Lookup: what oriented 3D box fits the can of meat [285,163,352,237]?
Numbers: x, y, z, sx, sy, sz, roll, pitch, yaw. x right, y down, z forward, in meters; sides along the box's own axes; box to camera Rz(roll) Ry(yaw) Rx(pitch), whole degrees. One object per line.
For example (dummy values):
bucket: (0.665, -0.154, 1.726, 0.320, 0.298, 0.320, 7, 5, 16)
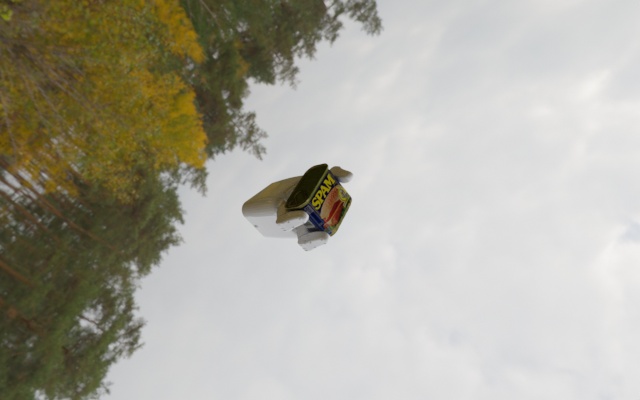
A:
can of meat: (0.000, 0.003, 0.810, 0.057, 0.102, 0.084, -9, -50, 45)
